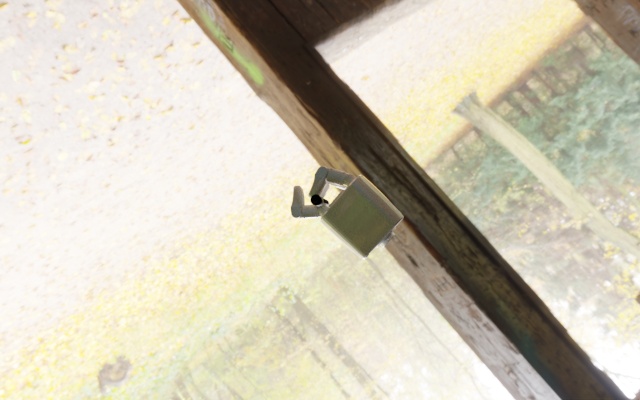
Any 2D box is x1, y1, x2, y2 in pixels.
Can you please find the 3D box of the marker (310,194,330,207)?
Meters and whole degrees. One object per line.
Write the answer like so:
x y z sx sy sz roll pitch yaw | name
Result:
0.000 0.003 0.851 0.020 0.020 0.121 0 -4 8 | marker
